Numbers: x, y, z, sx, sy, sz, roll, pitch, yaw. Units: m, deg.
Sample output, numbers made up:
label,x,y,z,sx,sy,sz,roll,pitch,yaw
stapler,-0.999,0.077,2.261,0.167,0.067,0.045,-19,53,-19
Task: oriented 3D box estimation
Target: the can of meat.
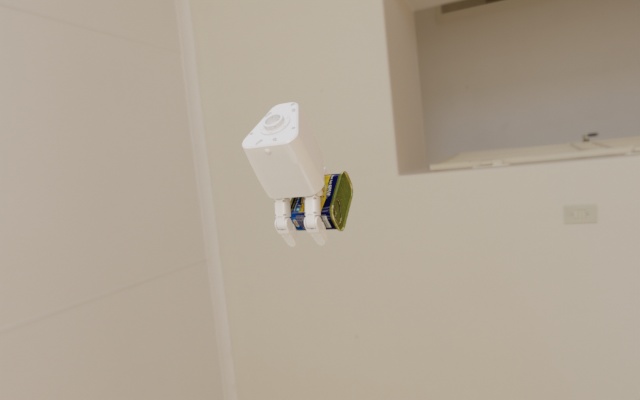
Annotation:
label,x,y,z,sx,sy,sz,roll,pitch,yaw
can of meat,0.000,0.003,0.795,0.084,0.102,0.057,-3,-42,24
